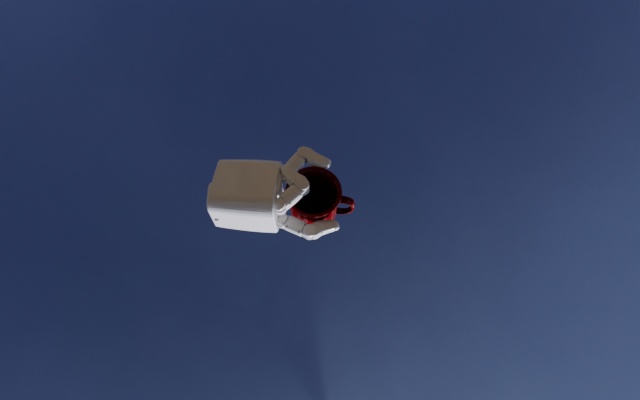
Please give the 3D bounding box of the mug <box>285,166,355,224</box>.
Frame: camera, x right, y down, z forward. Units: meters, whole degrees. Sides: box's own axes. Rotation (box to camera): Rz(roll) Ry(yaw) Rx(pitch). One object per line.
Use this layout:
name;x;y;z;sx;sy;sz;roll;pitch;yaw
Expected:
mug;0.002;0.003;0.815;0.117;0.093;0.081;6;-25;2
